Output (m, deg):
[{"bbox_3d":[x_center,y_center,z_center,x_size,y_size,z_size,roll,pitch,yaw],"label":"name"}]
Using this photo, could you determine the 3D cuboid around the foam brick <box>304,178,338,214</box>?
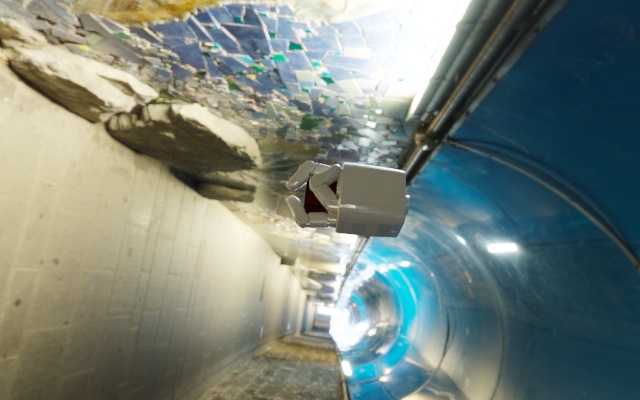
[{"bbox_3d":[0.000,0.003,0.823,0.051,0.053,0.078,6,-23,1],"label":"foam brick"}]
